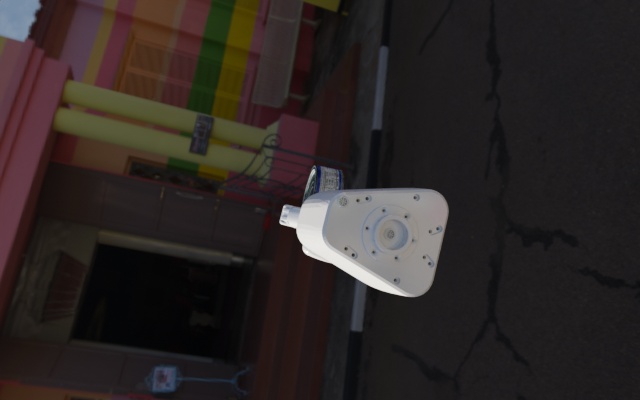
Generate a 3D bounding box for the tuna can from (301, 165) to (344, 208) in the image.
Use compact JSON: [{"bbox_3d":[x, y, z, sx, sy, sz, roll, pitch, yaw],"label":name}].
[{"bbox_3d":[0.000,0.002,0.570,0.034,0.086,0.086,12,-2,-9],"label":"tuna can"}]
